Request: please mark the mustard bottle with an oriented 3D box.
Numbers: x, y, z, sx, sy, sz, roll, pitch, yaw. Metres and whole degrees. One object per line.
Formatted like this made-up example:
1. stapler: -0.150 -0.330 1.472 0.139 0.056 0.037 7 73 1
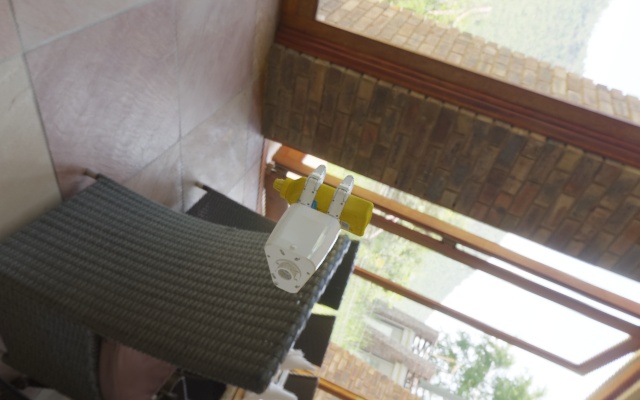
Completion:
1. mustard bottle: 0.001 0.003 0.888 0.191 0.058 0.096 22 -21 10
